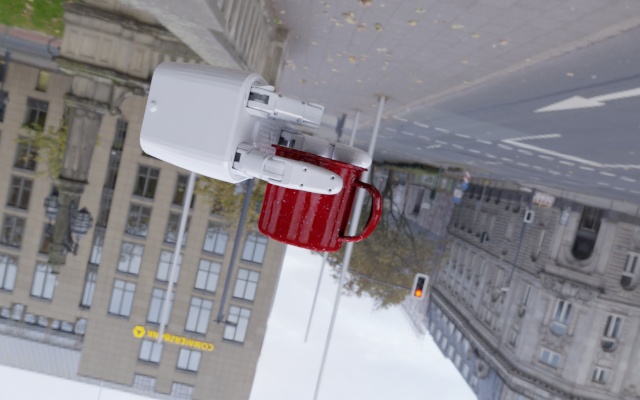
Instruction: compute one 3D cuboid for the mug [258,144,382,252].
[{"bbox_3d":[0.001,0.002,0.439,0.117,0.081,0.093,17,5,23],"label":"mug"}]
